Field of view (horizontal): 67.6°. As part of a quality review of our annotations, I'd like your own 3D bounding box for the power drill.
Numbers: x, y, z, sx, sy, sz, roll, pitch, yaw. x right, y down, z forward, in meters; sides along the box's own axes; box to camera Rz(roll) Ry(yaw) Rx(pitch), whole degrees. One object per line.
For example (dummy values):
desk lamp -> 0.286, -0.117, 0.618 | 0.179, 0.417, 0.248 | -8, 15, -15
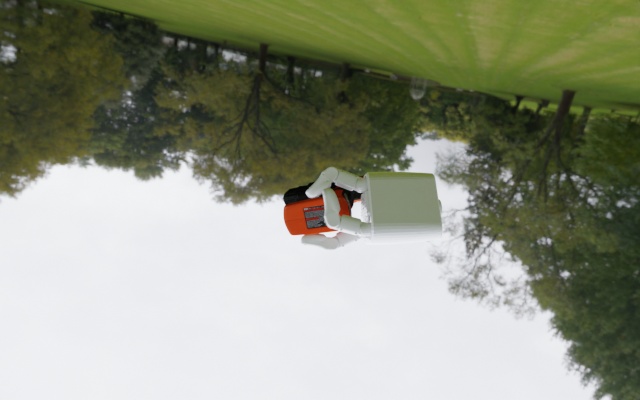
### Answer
power drill -> 0.000, 0.003, 0.821 | 0.184, 0.057, 0.187 | -10, 14, 17
